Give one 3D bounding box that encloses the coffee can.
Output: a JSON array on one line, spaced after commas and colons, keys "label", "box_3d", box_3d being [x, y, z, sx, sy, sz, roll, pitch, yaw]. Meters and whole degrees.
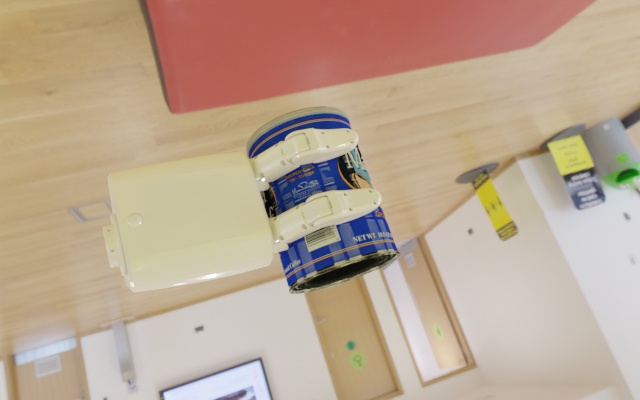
[{"label": "coffee can", "box_3d": [0.000, 0.001, 0.436, 0.103, 0.140, 0.103, -17, -17, -5]}]
